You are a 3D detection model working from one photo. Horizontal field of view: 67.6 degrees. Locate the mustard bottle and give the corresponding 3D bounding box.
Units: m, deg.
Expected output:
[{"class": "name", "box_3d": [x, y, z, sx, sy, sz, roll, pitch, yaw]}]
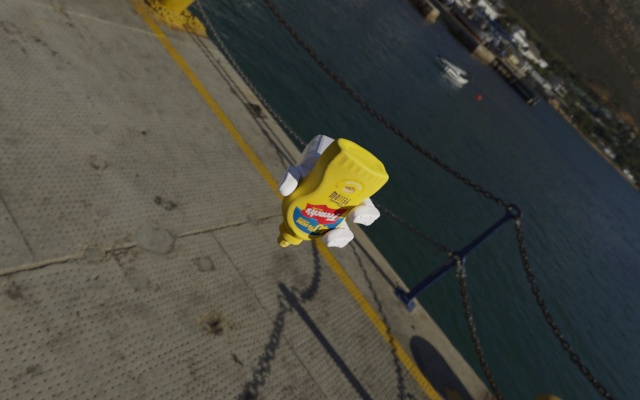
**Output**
[{"class": "mustard bottle", "box_3d": [0.000, 0.002, 0.688, 0.096, 0.058, 0.192, 25, -58, -35]}]
